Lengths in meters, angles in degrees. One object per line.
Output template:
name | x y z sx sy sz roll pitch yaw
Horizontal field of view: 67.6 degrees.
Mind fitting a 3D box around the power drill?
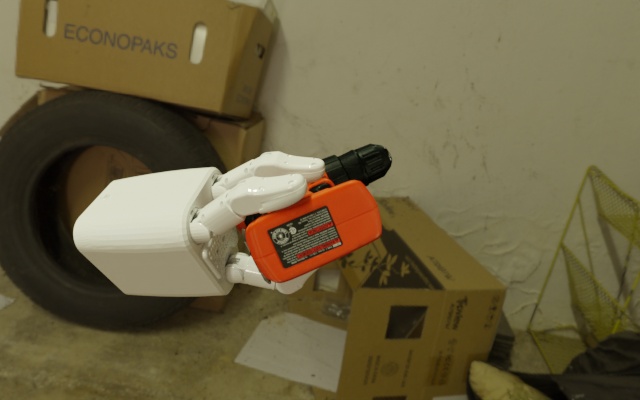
power drill | 0.000 0.002 0.454 0.184 0.057 0.187 -26 12 -1
